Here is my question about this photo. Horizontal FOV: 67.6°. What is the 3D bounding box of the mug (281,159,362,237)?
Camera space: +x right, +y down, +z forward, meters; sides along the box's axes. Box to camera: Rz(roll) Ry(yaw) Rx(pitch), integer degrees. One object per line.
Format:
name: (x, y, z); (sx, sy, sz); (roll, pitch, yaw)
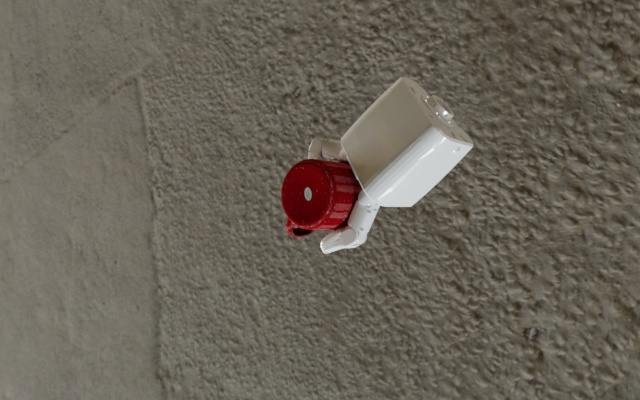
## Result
mug: (-0.001, 0.003, 0.578); (0.081, 0.093, 0.117); (4, -44, -52)
